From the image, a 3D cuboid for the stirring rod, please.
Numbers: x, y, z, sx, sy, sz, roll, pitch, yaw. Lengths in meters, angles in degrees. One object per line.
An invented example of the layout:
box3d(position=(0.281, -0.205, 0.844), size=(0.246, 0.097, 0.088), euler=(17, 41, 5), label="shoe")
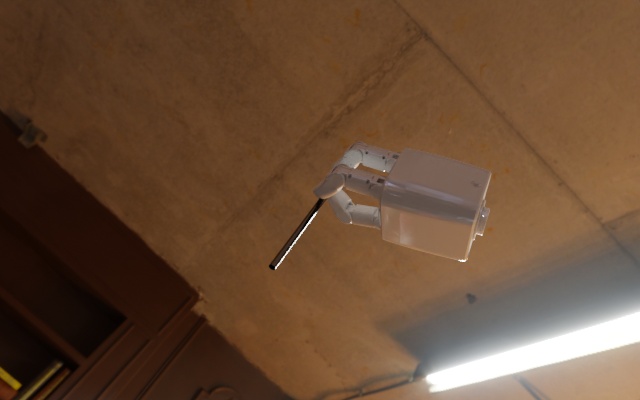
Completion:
box3d(position=(0.000, 0.002, 0.589), size=(0.011, 0.011, 0.239), euler=(0, 35, 31), label="stirring rod")
